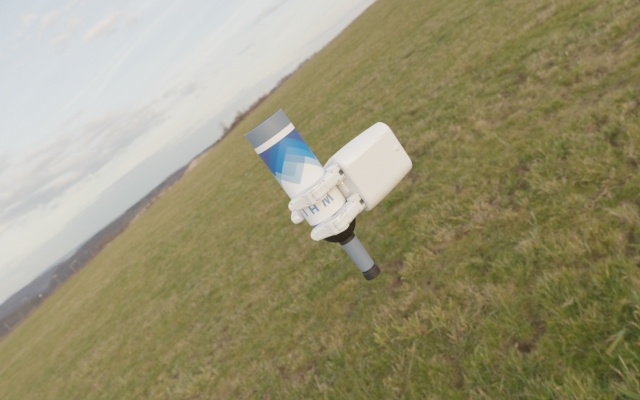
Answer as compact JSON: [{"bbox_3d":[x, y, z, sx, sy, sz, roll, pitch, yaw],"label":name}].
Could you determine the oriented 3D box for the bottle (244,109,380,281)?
[{"bbox_3d":[0.000,0.002,0.725,0.069,0.296,0.069,-34,13,9],"label":"bottle"}]
